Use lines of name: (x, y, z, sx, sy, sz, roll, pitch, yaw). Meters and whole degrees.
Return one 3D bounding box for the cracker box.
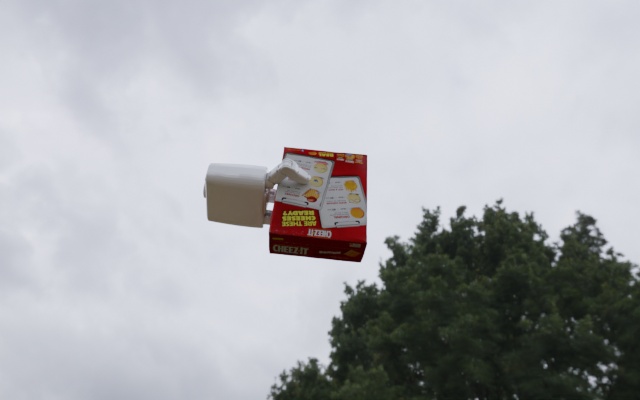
cracker box: (0.000, 0.003, 0.867, 0.164, 0.213, 0.072, 6, -41, -1)
